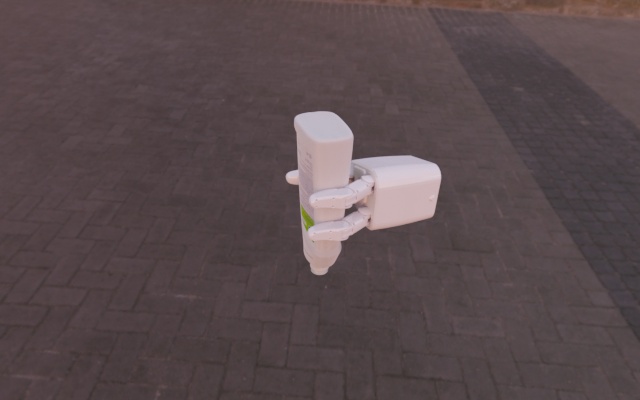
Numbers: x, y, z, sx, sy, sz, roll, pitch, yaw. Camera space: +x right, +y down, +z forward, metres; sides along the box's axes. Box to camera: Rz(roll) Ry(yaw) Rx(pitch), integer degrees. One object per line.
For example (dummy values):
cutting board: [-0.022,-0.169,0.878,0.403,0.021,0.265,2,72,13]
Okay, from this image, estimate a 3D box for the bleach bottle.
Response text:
bleach bottle: [0.000,0.002,0.718,0.068,0.251,0.102,-9,34,-17]
